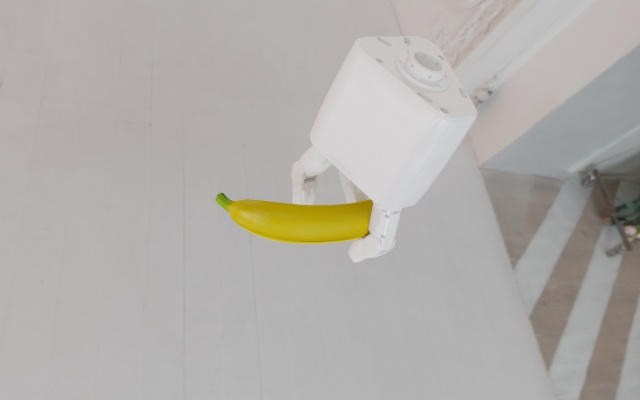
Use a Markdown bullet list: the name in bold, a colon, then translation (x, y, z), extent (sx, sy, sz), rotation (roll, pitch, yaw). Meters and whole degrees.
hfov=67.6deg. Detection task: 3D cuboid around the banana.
- **banana**: translation (0.000, 0.014, 0.467), extent (0.198, 0.037, 0.069), rotation (3, 41, -15)
